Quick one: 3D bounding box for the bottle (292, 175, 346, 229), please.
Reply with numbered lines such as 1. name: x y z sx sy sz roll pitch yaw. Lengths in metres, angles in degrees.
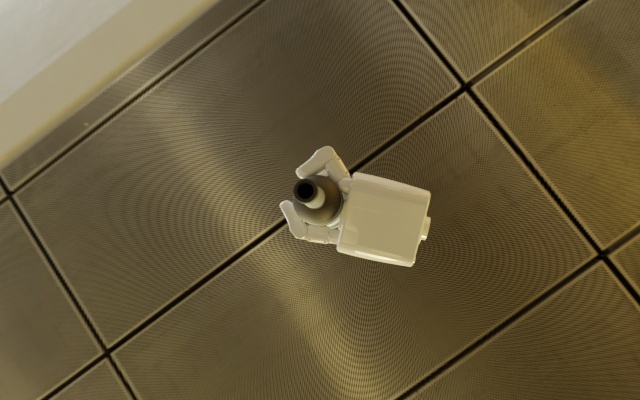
1. bottle: 0.000 0.002 0.669 0.069 0.069 0.296 0 -5 7
